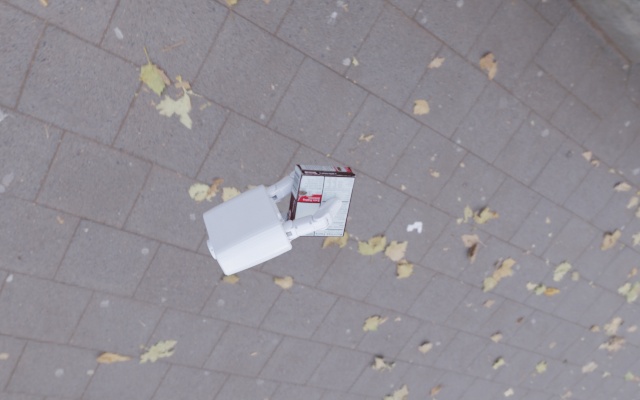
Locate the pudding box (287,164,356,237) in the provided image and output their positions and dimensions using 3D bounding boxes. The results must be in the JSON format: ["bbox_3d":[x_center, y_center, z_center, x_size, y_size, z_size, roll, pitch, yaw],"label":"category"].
[{"bbox_3d":[0.000,0.003,0.749,0.090,0.113,0.039,1,28,-18],"label":"pudding box"}]
